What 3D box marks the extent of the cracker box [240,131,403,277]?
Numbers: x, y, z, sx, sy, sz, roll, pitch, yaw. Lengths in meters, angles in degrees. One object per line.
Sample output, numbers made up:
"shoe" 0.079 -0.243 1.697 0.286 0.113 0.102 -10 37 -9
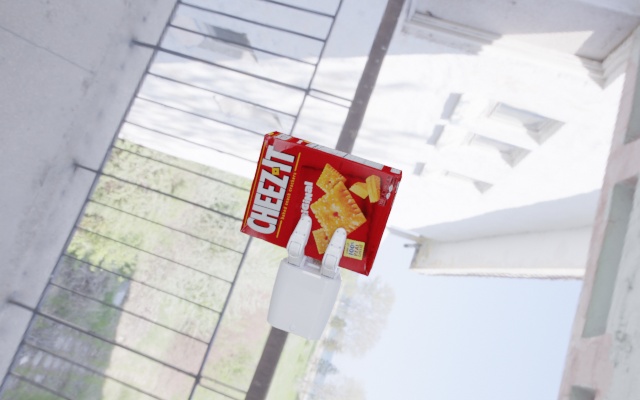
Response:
"cracker box" 0.000 0.002 0.736 0.213 0.164 0.072 18 14 7
